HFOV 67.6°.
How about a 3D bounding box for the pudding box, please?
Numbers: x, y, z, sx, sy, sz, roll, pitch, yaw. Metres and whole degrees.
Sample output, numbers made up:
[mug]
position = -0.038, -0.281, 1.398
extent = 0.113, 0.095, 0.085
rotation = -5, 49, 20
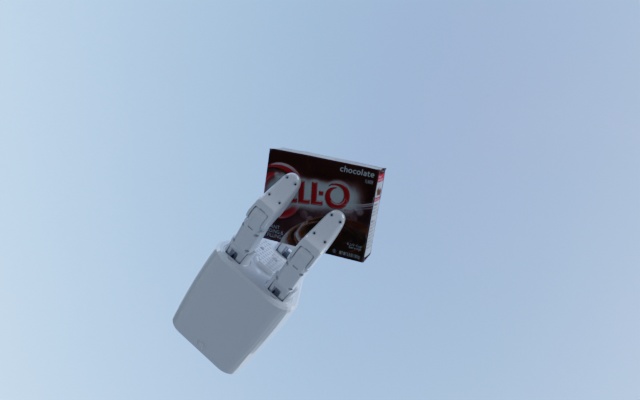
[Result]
[pudding box]
position = 0.000, 0.002, 0.464
extent = 0.113, 0.090, 0.039
rotation = 12, 13, 15
